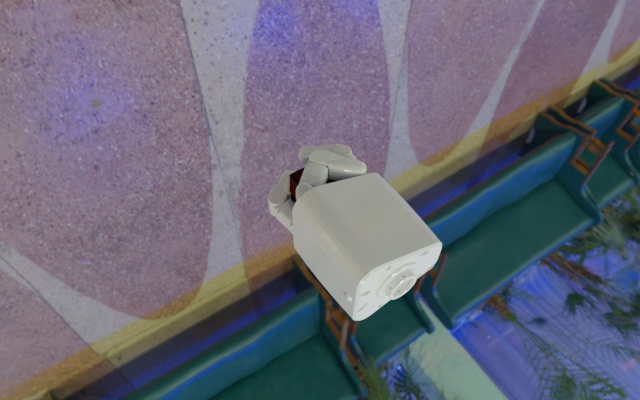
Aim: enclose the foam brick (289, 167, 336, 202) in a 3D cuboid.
[{"bbox_3d":[0.000,0.002,0.537,0.053,0.051,0.078,-27,-34,-21],"label":"foam brick"}]
